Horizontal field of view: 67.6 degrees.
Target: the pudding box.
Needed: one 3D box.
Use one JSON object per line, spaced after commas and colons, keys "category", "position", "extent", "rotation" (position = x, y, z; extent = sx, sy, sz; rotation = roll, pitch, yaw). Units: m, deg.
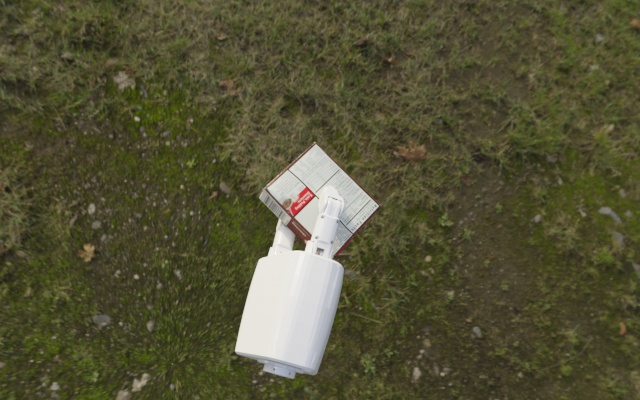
{"category": "pudding box", "position": [0.000, 0.002, 0.557], "extent": [0.090, 0.113, 0.039], "rotation": [-44, -1, -23]}
